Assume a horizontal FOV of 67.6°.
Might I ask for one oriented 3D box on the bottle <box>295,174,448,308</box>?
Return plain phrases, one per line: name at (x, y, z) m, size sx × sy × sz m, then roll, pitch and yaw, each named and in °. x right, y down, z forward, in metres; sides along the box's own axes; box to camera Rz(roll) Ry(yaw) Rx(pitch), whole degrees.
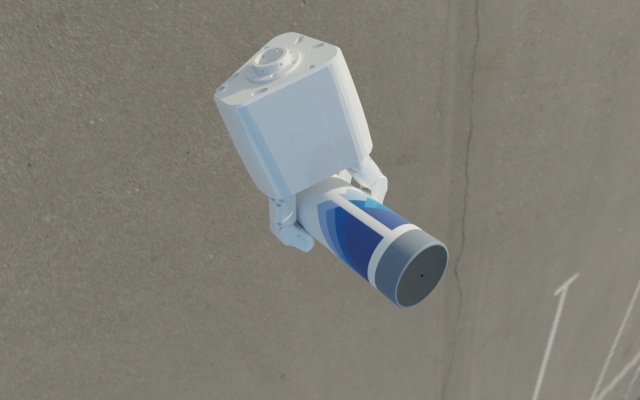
bottle at (0.000, 0.002, 0.508) m, size 0.069 × 0.069 × 0.295 m, roll 0°, pitch 25°, yaw -41°
